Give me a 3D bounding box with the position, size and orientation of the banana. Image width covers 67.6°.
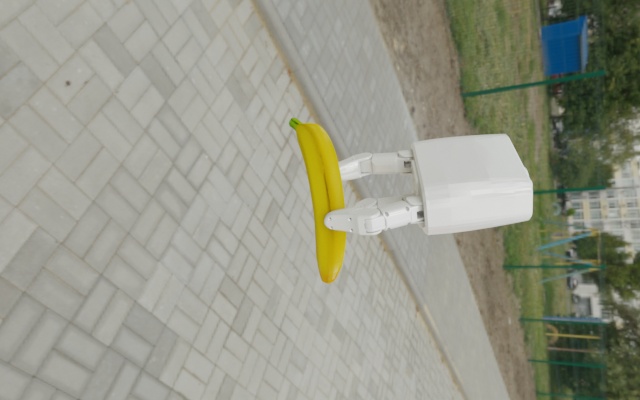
[{"bbox_3d":[0.004,-0.002,0.533,0.037,0.198,0.069,-10,0,-14],"label":"banana"}]
